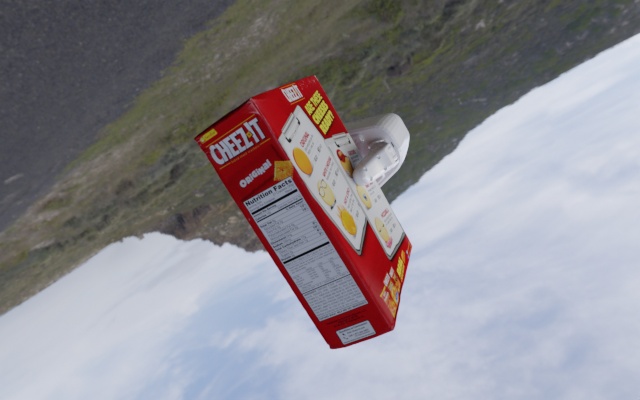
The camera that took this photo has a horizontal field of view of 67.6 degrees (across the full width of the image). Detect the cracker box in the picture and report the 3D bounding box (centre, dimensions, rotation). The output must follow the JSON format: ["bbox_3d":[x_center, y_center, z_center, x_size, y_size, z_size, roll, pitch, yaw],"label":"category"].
[{"bbox_3d":[0.000,0.002,0.445,0.072,0.214,0.164,-28,10,24],"label":"cracker box"}]
